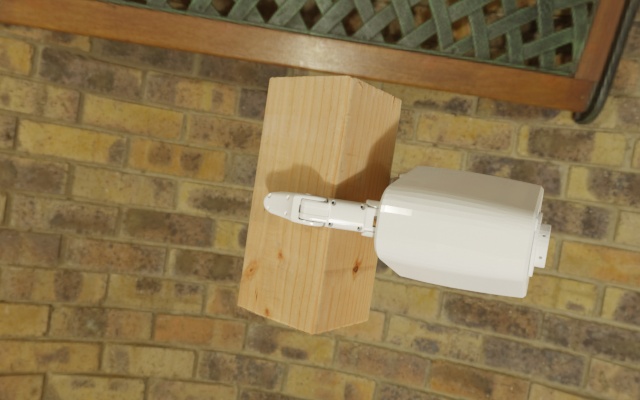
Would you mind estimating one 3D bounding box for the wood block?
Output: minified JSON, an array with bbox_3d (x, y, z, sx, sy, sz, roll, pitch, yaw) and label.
[{"bbox_3d":[0.000,0.002,0.431,0.090,0.206,0.091,10,2,37],"label":"wood block"}]
